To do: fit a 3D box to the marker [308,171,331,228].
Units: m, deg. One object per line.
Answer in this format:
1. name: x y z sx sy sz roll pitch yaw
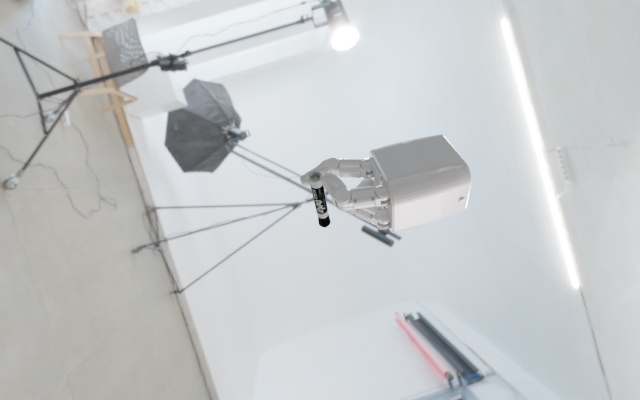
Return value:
1. marker: 0.000 0.002 0.682 0.020 0.020 0.121 0 -35 8
